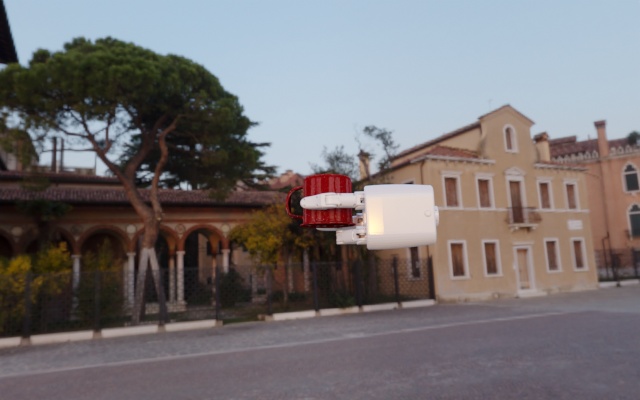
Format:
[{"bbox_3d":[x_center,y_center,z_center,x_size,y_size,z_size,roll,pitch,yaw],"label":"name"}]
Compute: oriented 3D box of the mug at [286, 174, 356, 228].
[{"bbox_3d":[-0.001,0.002,0.801,0.117,0.081,0.093,-2,-8,5],"label":"mug"}]
